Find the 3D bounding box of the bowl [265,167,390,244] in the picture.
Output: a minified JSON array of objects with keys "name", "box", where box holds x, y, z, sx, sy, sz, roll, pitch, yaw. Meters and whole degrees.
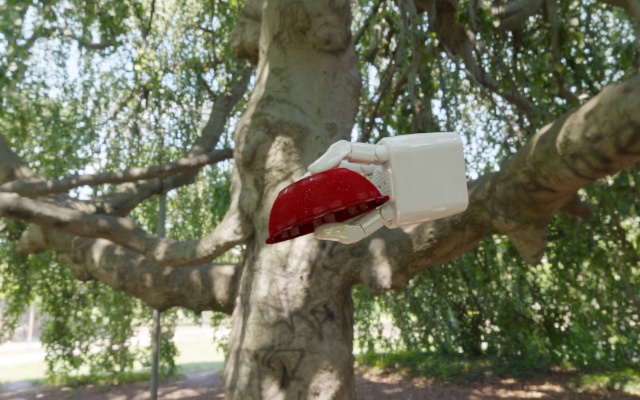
[{"name":"bowl","box":[-0.001,0.002,0.587,0.162,0.055,0.162,-20,-8,-3]}]
